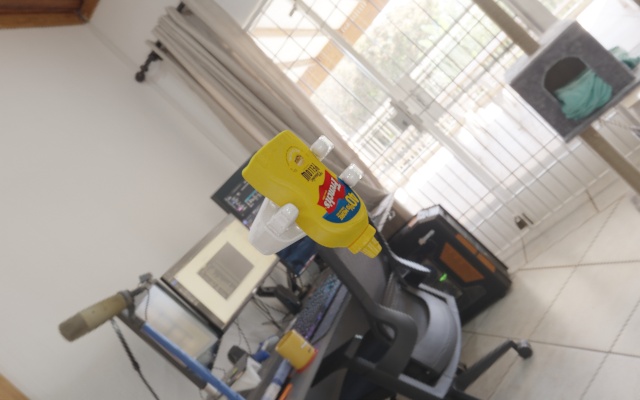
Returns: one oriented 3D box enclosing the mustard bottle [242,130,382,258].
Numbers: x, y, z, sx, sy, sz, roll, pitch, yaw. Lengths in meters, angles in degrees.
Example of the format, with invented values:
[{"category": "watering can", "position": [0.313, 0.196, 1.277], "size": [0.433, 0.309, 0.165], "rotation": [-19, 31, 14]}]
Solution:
[{"category": "mustard bottle", "position": [0.000, 0.002, 0.595], "size": [0.058, 0.191, 0.096], "rotation": [-46, 2, 39]}]
